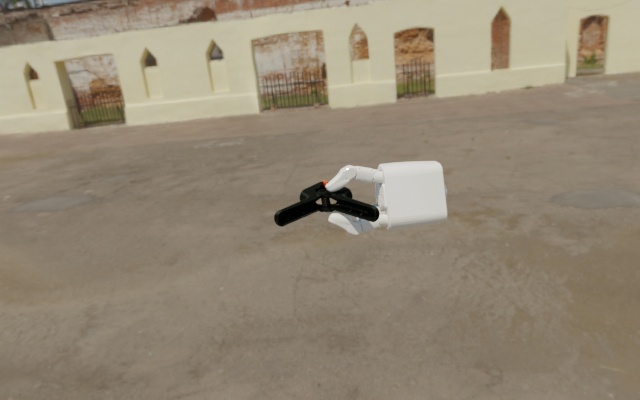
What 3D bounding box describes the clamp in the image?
[{"bbox_3d":[0.000,0.002,0.829,0.164,0.036,0.210,-4,15,-6],"label":"clamp"}]
